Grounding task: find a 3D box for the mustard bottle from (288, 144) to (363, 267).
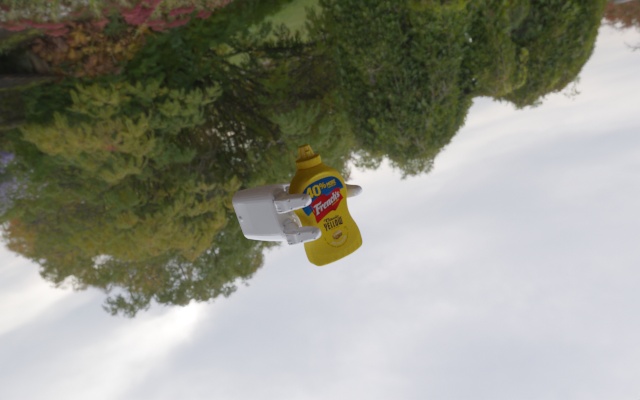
[{"bbox_3d":[0.000,0.003,0.771,0.096,0.192,0.058,-23,15,-21],"label":"mustard bottle"}]
